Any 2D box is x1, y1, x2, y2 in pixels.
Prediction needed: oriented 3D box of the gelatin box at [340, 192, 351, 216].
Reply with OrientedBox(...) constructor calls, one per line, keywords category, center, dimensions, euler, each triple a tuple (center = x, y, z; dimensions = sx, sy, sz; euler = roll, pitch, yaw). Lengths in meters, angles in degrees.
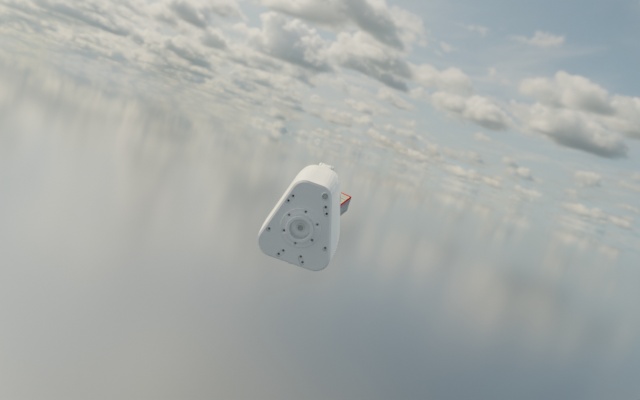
OrientedBox(category="gelatin box", center=(0.000, 0.002, 0.751), dimensions=(0.073, 0.030, 0.089), euler=(23, 21, 14))
